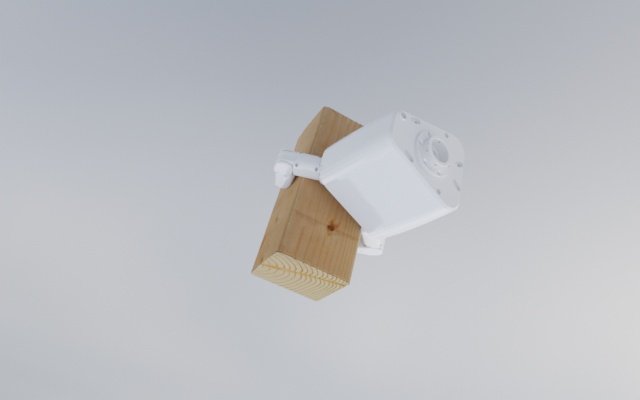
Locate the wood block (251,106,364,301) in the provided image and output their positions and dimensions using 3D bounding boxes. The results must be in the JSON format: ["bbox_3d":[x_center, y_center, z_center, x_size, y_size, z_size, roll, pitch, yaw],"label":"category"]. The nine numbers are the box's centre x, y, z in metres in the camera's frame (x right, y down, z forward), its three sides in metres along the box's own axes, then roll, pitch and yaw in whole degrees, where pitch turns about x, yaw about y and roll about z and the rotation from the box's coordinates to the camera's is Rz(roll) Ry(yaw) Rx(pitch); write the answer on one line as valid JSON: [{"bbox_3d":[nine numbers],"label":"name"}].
[{"bbox_3d":[0.000,0.002,0.581,0.091,0.206,0.090,26,-32,-15],"label":"wood block"}]
